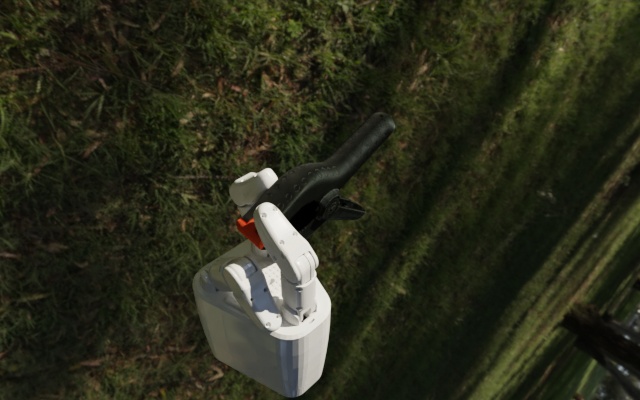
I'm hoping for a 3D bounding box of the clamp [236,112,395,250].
[{"bbox_3d":[0.000,0.002,0.422,0.039,0.120,0.171,34,51,31],"label":"clamp"}]
